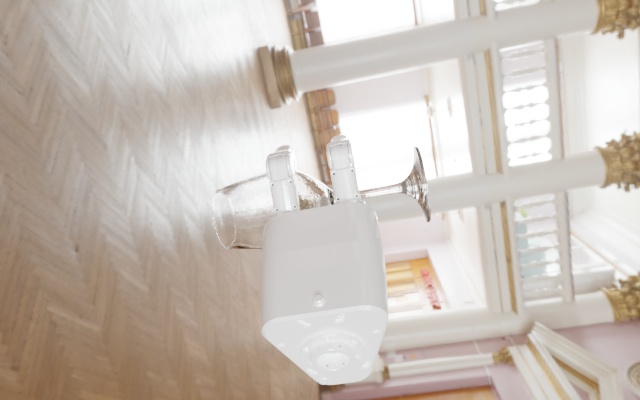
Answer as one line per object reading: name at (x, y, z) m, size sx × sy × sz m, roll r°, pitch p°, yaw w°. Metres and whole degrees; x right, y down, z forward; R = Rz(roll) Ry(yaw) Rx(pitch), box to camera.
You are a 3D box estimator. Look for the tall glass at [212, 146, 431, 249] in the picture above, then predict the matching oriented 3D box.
tall glass at (0.001, 0.001, 0.466) m, size 0.201 × 0.079 × 0.079 m, roll -10°, pitch -1°, yaw 6°
